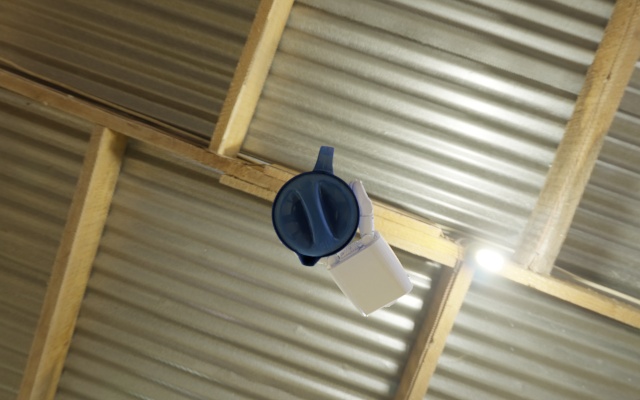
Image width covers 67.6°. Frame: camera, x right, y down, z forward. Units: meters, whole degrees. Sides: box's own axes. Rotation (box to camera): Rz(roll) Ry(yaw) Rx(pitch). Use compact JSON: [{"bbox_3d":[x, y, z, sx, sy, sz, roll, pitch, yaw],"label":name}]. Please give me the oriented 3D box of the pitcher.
[{"bbox_3d":[0.000,0.003,0.828,0.149,0.145,0.243,-37,2,5],"label":"pitcher"}]
